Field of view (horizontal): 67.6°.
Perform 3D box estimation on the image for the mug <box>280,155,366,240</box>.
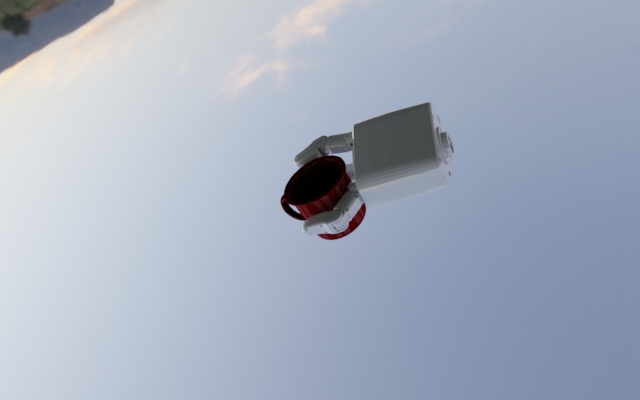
[{"bbox_3d":[-0.001,0.003,0.653,0.117,0.093,0.081,-15,-51,27],"label":"mug"}]
